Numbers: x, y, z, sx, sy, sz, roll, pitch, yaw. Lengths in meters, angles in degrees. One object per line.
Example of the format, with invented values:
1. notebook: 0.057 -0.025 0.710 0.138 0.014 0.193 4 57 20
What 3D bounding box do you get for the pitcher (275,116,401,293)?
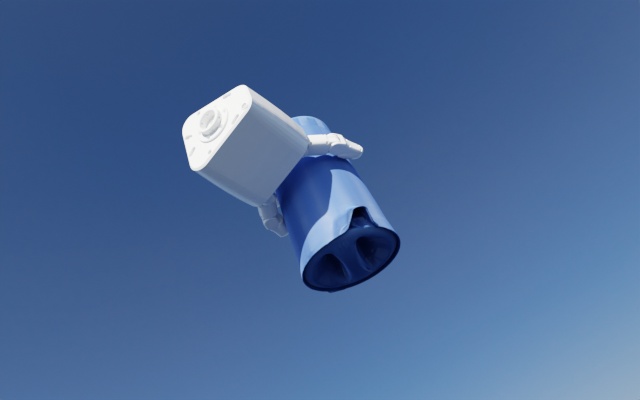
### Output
1. pitcher: 0.000 0.002 0.677 0.149 0.242 0.145 -39 -40 18
